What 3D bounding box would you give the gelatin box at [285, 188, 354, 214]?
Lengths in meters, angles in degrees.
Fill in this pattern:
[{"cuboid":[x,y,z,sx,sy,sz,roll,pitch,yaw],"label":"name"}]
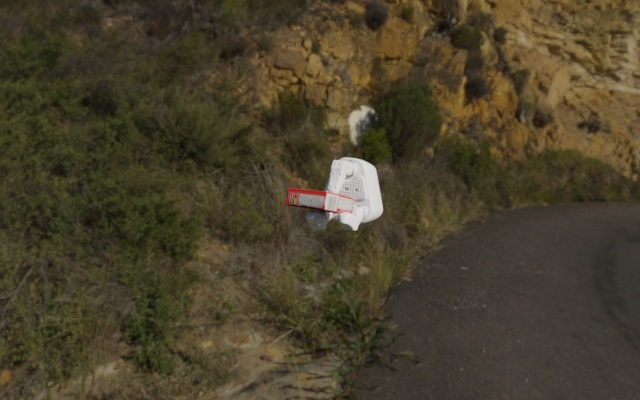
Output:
[{"cuboid":[0.000,0.002,0.752,0.073,0.030,0.089,7,-2,32],"label":"gelatin box"}]
